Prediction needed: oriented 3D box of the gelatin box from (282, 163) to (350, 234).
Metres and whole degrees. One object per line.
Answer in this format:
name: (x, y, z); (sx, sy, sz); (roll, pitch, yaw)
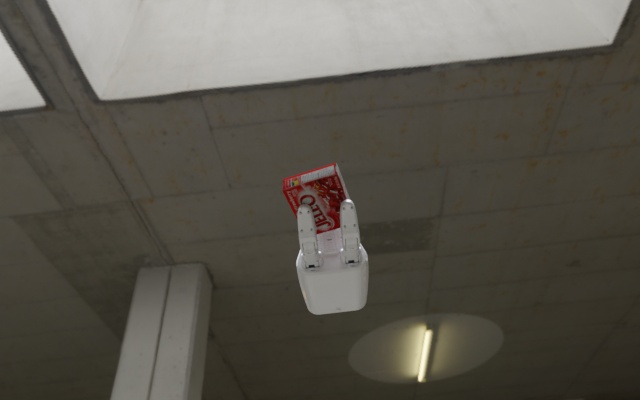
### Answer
gelatin box: (0.000, 0.001, 0.621); (0.073, 0.089, 0.030); (-16, 38, 9)
